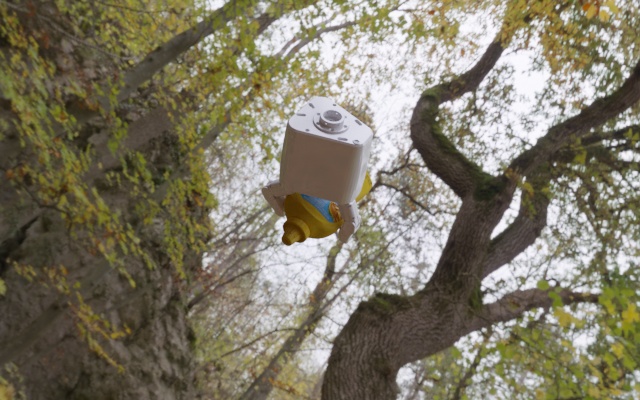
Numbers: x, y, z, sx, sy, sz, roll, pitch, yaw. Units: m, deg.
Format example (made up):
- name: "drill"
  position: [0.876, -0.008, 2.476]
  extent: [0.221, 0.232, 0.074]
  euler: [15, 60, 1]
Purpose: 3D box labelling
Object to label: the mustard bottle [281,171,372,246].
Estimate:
- name: "mustard bottle"
  position: [0.000, 0.002, 0.734]
  extent: [0.191, 0.096, 0.058]
  euler: [-49, 4, -40]
